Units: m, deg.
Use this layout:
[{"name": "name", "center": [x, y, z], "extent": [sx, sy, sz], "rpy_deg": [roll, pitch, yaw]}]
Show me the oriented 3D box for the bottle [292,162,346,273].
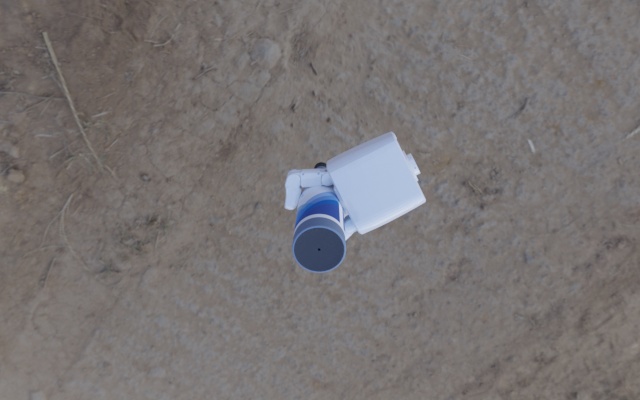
[{"name": "bottle", "center": [0.000, 0.002, 0.719], "extent": [0.069, 0.069, 0.295], "rpy_deg": [0, 23, 1]}]
